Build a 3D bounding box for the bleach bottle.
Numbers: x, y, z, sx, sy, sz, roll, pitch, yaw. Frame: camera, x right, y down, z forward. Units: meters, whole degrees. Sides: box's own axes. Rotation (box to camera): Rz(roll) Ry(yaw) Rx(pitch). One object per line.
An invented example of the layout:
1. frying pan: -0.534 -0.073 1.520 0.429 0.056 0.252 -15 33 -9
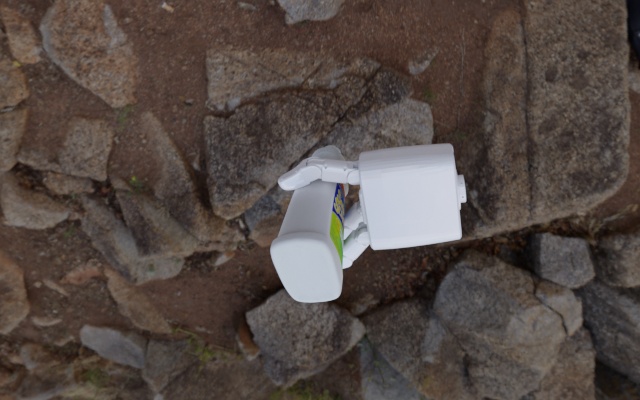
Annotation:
1. bleach bottle: 0.000 0.002 0.606 0.068 0.103 0.250 -7 38 13
